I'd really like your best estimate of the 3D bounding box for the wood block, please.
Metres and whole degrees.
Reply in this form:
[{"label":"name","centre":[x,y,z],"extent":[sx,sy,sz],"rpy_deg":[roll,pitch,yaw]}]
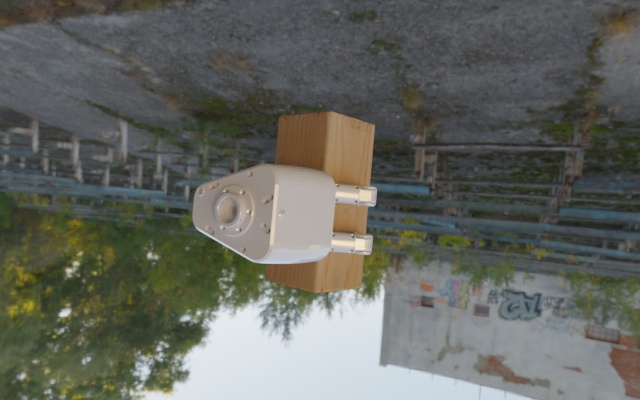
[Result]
[{"label":"wood block","centre":[0.000,0.002,0.597],"extent":[0.091,0.206,0.090],"rpy_deg":[5,-1,42]}]
